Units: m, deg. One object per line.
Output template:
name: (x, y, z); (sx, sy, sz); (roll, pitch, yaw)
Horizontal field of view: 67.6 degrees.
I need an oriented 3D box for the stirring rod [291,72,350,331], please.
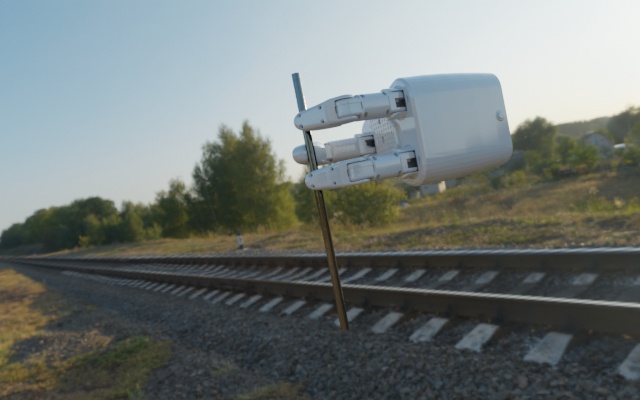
stirring rod: (0.000, 0.002, 0.441); (0.011, 0.239, 0.011); (-11, 1, 0)
